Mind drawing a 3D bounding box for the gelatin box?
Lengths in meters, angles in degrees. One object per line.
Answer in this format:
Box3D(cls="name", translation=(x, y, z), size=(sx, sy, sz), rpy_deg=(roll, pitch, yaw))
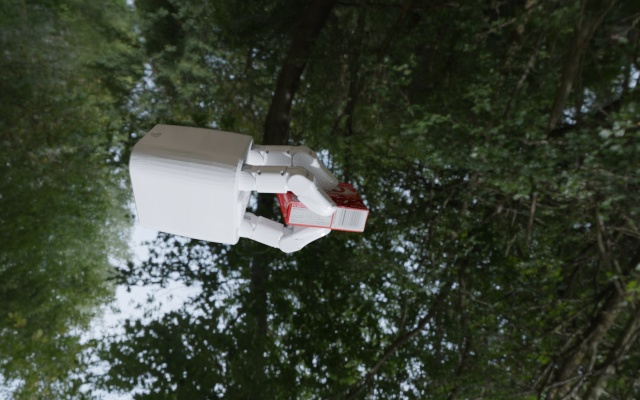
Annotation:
Box3D(cls="gelatin box", translation=(0.000, 0.002, 0.527), size=(0.089, 0.030, 0.073), rpy_deg=(7, 23, -15))
